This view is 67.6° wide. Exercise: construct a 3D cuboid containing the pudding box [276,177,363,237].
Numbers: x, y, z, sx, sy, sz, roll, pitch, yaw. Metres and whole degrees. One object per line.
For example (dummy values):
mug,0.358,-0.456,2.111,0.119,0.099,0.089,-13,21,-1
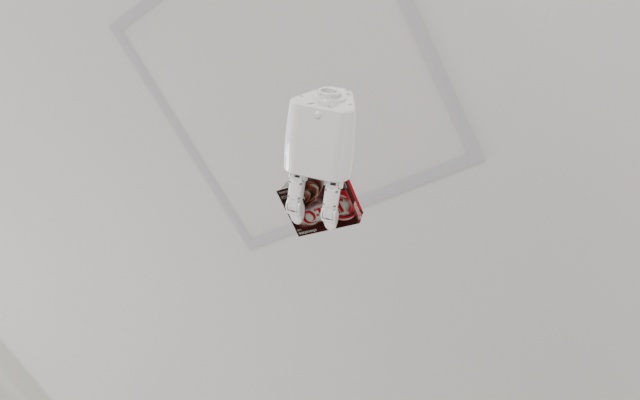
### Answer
pudding box,0.000,0.002,0.755,0.113,0.090,0.039,-13,24,26
